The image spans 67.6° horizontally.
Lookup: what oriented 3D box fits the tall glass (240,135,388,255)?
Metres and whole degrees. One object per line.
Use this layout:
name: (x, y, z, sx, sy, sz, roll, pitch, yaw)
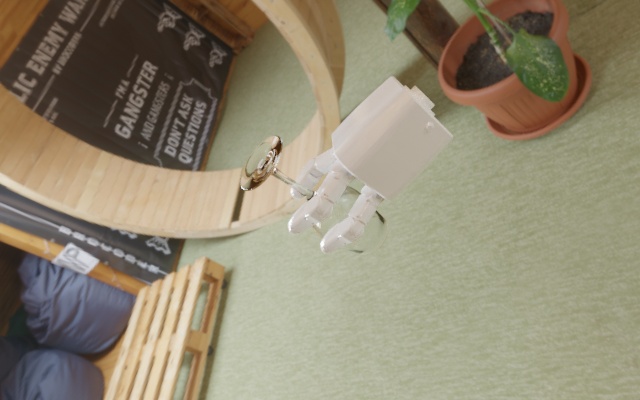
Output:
tall glass: (-0.001, 0.002, 0.606, 0.201, 0.079, 0.079, 34, -20, -33)
